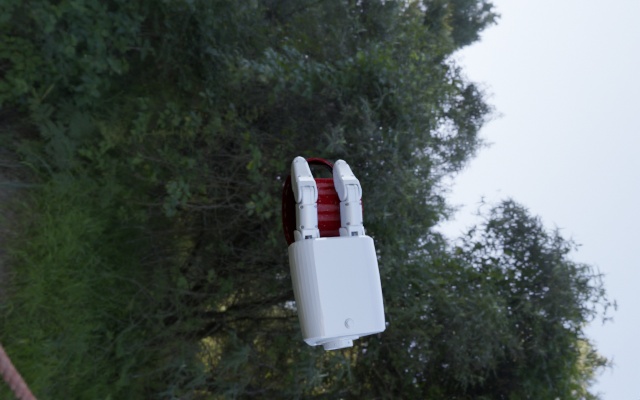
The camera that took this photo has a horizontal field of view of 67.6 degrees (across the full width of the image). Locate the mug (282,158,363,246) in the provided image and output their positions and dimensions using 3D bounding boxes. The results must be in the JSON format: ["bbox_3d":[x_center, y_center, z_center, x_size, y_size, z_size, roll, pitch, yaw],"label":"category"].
[{"bbox_3d":[0.000,0.001,0.604,0.081,0.117,0.093,-1,-19,-18],"label":"mug"}]
